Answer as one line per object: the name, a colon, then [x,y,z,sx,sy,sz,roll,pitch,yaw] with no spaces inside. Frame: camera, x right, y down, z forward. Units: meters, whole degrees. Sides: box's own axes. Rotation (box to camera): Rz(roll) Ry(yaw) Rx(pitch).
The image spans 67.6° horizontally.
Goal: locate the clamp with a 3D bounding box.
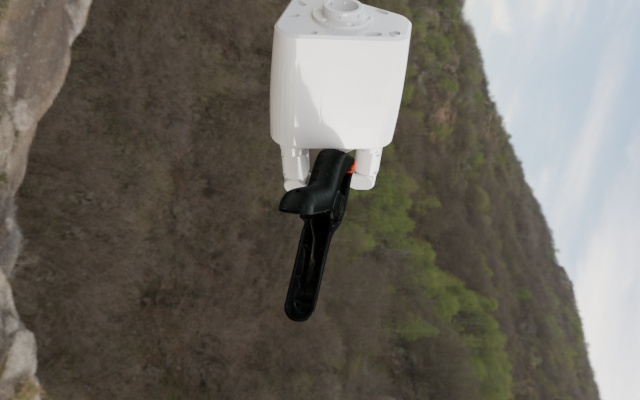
clamp: [0.001,0.001,0.403,0.039,0.120,0.171,11,45,6]
